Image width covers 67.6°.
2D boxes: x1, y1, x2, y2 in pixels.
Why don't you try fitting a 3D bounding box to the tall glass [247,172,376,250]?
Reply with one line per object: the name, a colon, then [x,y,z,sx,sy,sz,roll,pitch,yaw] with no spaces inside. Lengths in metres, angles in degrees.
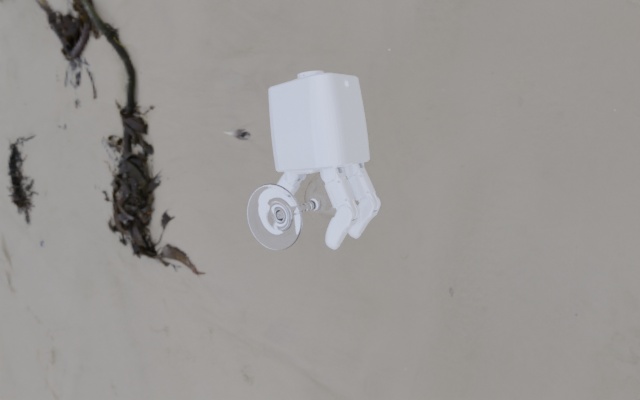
tall glass: [0.000,0.002,0.603,0.079,0.079,0.201,0,9,32]
